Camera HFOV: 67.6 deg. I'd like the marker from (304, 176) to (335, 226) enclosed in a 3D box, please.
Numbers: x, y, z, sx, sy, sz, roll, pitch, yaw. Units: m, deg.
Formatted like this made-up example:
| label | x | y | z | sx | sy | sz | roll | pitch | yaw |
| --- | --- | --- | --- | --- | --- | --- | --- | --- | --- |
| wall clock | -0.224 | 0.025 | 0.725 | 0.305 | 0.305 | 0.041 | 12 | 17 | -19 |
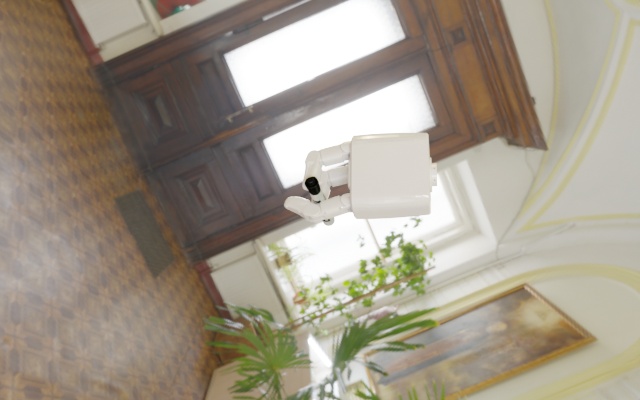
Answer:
| label | x | y | z | sx | sy | sz | roll | pitch | yaw |
| --- | --- | --- | --- | --- | --- | --- | --- | --- | --- |
| marker | 0.000 | 0.002 | 0.680 | 0.020 | 0.020 | 0.121 | 0 | -29 | 15 |
